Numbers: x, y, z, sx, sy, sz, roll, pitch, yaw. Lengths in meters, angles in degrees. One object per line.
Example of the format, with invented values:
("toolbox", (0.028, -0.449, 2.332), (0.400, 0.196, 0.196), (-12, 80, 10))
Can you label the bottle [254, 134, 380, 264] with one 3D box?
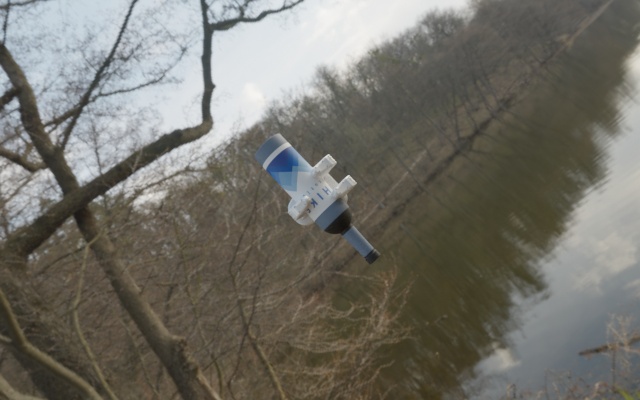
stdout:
("bottle", (0.000, 0.003, 0.893), (0.069, 0.295, 0.069), (-43, -5, -4))
